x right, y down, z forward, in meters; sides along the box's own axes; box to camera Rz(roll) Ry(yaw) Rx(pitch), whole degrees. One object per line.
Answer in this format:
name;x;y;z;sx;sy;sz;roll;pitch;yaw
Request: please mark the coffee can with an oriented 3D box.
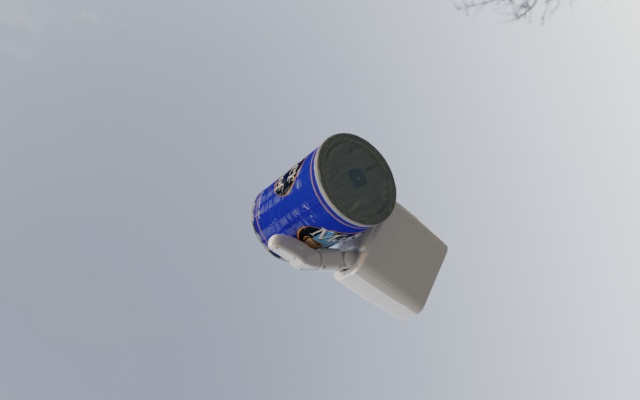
coffee can;0.000;0.002;0.536;0.103;0.102;0.140;0;-21;-37
